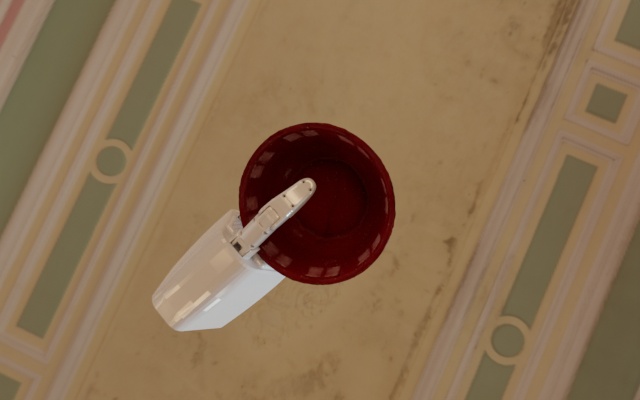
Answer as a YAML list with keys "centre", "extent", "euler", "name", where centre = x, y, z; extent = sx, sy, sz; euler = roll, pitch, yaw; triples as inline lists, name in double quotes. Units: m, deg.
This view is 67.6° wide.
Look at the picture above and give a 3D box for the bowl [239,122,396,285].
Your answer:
- centre: [0.001, 0.001, 0.491]
  extent: [0.162, 0.162, 0.055]
  euler: [0, 8, 18]
  name: "bowl"
